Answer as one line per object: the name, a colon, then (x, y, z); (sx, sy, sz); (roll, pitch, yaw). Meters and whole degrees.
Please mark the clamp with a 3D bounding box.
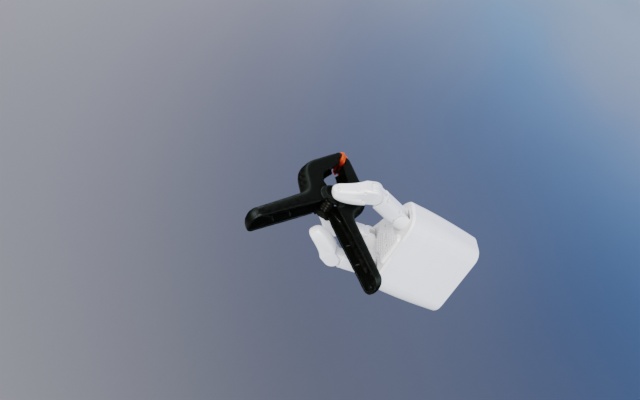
clamp: (0.001, 0.001, 0.576); (0.164, 0.036, 0.209); (26, 37, -16)
